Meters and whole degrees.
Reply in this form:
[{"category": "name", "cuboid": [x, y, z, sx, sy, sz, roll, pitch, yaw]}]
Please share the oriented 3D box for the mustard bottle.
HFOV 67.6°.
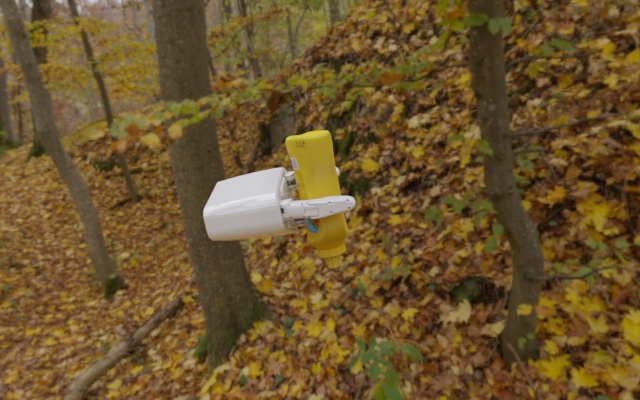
[{"category": "mustard bottle", "cuboid": [0.000, 0.002, 0.660, 0.058, 0.192, 0.096, -15, 11, -16]}]
